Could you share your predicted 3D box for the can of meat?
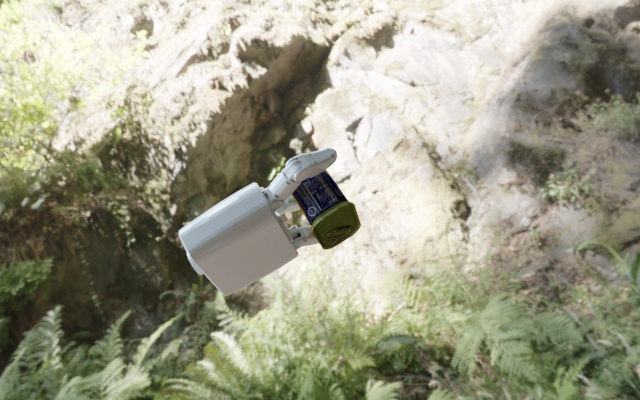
[{"bbox_3d":[0.000,0.002,0.581,0.057,0.084,0.102,-33,-24,-3],"label":"can of meat"}]
